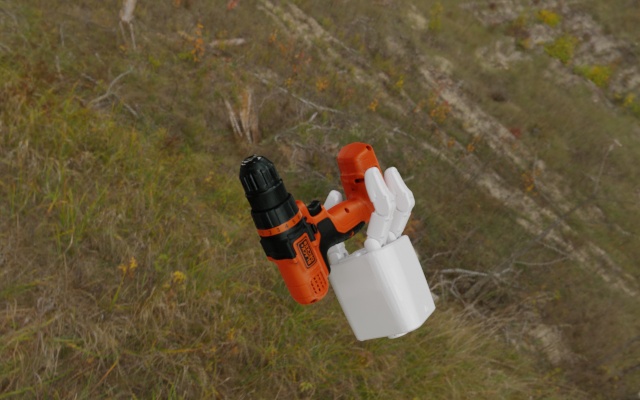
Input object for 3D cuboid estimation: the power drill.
[{"bbox_3d":[0.001,0.002,0.574,0.057,0.184,0.187,2,31,46],"label":"power drill"}]
